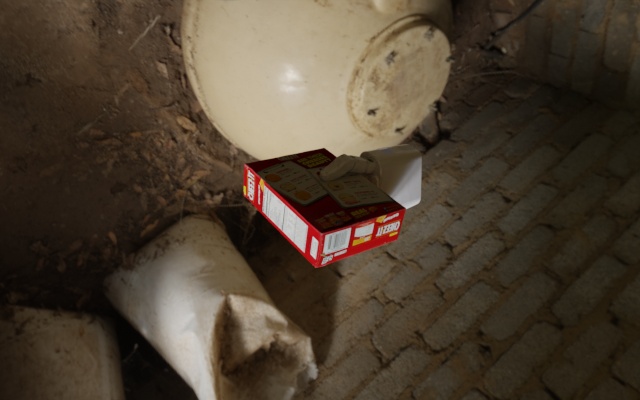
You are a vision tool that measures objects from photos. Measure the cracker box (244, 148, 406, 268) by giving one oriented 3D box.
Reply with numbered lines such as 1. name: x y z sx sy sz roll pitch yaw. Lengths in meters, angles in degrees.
1. cracker box: 0.000 0.002 0.757 0.164 0.072 0.213 -15 39 -34
